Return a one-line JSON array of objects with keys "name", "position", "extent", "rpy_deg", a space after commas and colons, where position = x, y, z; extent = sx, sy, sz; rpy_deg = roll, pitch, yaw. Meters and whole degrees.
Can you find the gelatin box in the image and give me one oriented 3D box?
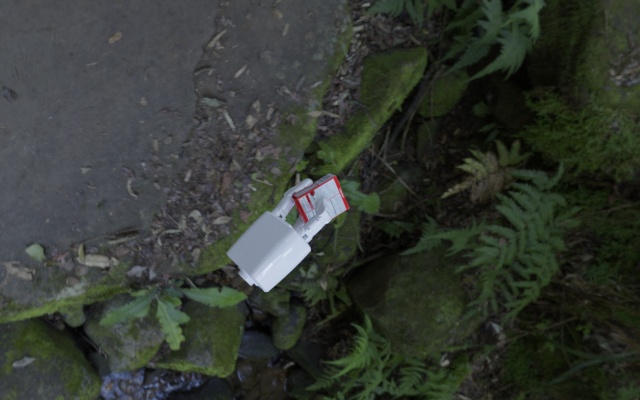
[{"name": "gelatin box", "position": [0.001, 0.003, 0.883], "extent": [0.089, 0.073, 0.030], "rpy_deg": [-31, 24, -16]}]
